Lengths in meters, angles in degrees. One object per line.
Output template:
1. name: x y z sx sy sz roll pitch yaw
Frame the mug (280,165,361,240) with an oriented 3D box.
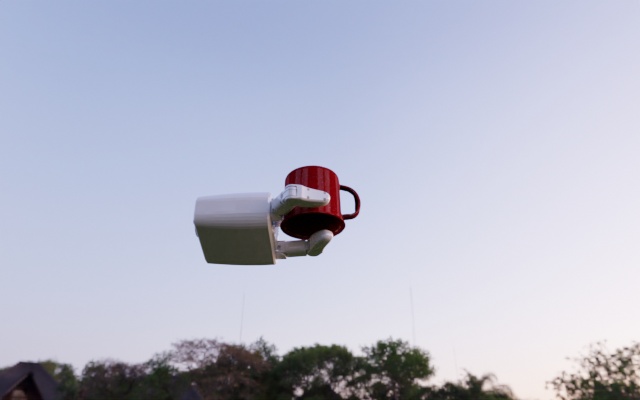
1. mug: 0.002 0.002 0.694 0.117 0.081 0.093 -1 -29 0
